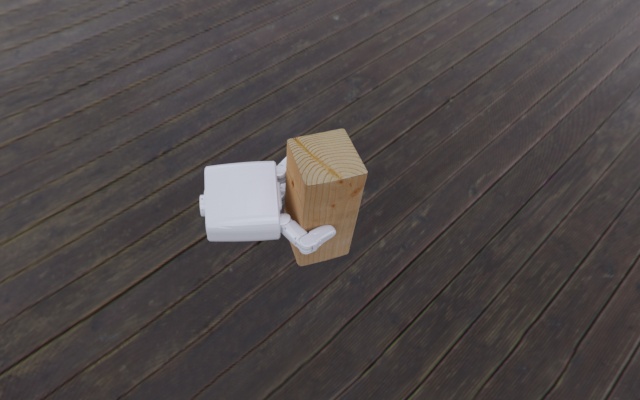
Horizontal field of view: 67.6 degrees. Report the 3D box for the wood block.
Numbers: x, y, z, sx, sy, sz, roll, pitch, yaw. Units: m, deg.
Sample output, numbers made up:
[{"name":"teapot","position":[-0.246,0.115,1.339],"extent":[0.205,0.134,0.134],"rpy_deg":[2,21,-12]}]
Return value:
[{"name":"wood block","position":[0.000,0.003,0.729],"extent":[0.090,0.090,0.206],"rpy_deg":[-13,-35,-15]}]
